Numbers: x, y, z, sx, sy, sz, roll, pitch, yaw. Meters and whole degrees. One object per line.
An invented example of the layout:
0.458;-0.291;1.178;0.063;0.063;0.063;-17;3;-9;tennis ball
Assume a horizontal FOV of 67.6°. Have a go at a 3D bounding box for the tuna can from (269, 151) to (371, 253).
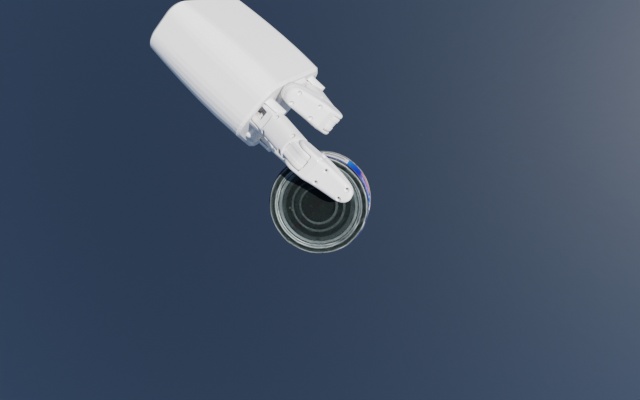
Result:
0.000;0.002;0.411;0.086;0.086;0.033;0;12;8;tuna can
